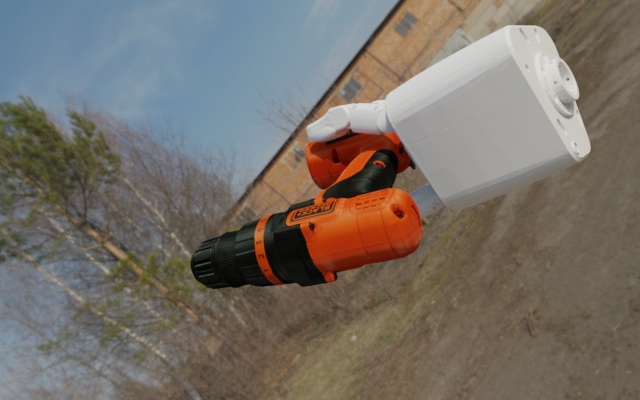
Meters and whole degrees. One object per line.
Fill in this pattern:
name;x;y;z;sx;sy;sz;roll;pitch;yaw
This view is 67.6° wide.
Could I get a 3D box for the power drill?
power drill;0.000;0.001;0.403;0.184;0.057;0.187;-13;26;24
